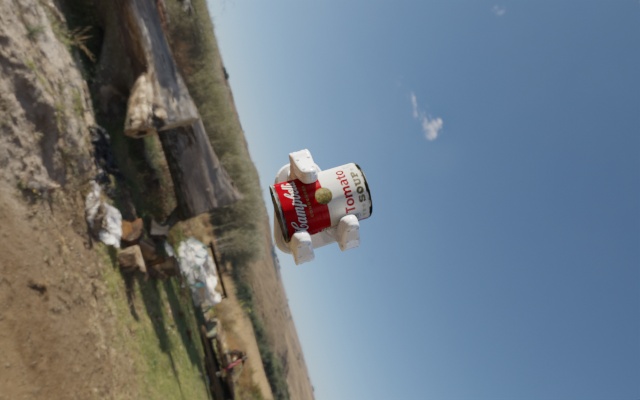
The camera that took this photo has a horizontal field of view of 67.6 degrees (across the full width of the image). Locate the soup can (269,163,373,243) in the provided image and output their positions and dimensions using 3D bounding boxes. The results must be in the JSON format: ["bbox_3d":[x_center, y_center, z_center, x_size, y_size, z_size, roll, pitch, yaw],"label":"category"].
[{"bbox_3d":[0.000,0.002,0.542,0.102,0.068,0.068,-16,3,-9],"label":"soup can"}]
